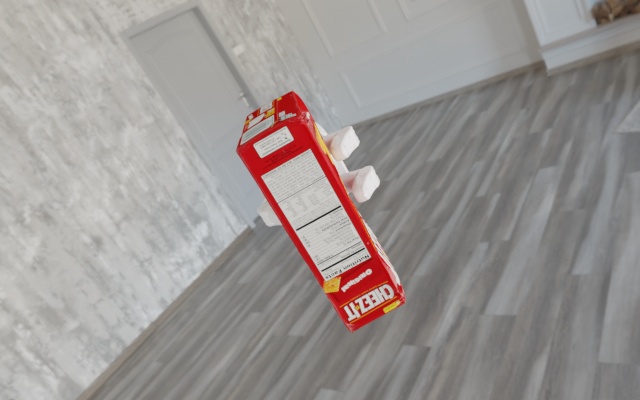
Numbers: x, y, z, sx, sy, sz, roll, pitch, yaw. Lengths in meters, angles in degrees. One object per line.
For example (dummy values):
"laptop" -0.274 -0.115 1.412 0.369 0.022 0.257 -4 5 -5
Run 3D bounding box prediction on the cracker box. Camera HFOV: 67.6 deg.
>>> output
"cracker box" 0.000 0.002 0.500 0.072 0.214 0.164 -29 20 5
